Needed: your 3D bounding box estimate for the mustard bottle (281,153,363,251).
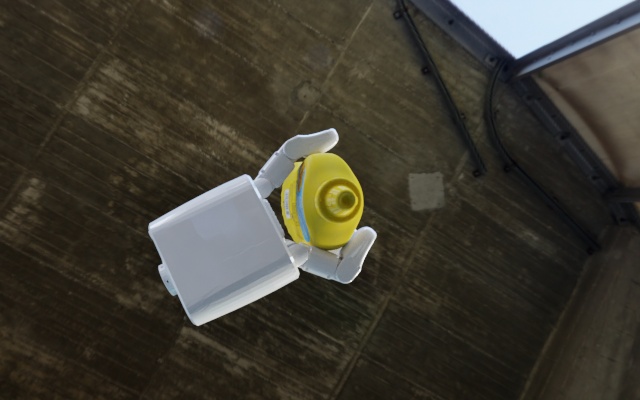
[{"bbox_3d":[0.000,0.002,0.487,0.058,0.096,0.191,-2,-1,-12],"label":"mustard bottle"}]
